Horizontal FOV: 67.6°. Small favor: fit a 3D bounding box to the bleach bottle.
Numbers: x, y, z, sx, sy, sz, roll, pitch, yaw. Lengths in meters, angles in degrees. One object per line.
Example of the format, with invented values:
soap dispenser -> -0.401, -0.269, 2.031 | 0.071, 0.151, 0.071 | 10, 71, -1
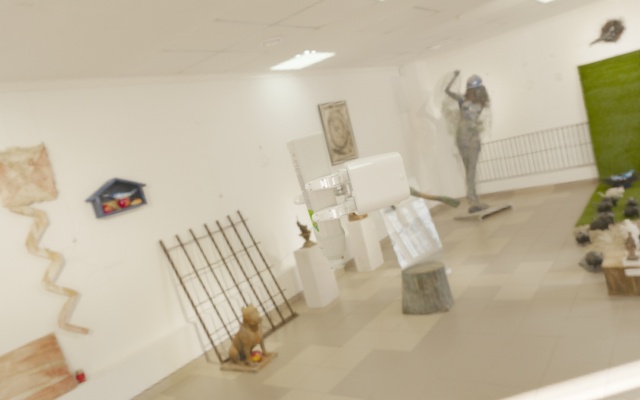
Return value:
bleach bottle -> 0.000, 0.003, 0.888 | 0.068, 0.251, 0.102 | -15, 6, -8
